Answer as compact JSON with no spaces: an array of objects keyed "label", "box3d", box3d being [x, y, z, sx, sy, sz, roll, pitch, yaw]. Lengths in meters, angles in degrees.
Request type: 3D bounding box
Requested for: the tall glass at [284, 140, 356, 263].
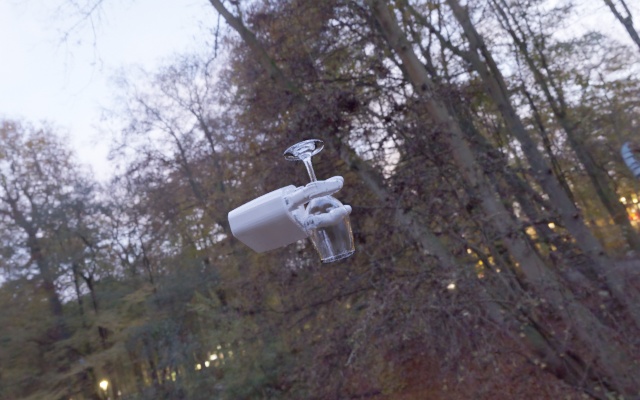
[{"label":"tall glass","box3d":[0.000,0.002,0.815,0.079,0.201,0.079,-17,-14,-5]}]
